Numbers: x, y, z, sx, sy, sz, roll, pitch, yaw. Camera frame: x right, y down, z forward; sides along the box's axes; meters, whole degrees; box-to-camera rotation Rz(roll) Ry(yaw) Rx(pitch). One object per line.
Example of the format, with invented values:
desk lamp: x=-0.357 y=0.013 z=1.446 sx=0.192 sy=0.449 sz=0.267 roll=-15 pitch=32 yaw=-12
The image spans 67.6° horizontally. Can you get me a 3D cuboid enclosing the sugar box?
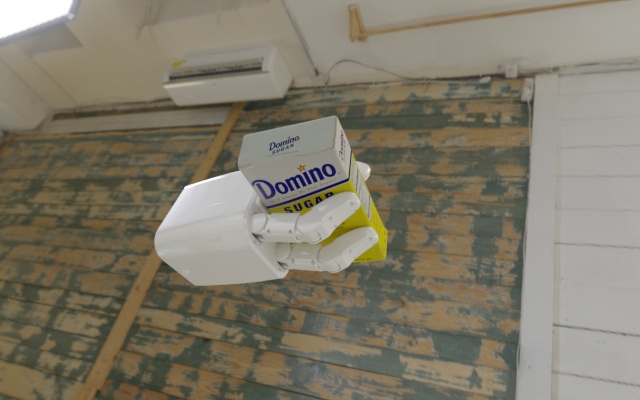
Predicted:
sugar box: x=0.000 y=0.002 z=0.471 sx=0.093 sy=0.048 sz=0.176 roll=-9 pitch=-38 yaw=19
